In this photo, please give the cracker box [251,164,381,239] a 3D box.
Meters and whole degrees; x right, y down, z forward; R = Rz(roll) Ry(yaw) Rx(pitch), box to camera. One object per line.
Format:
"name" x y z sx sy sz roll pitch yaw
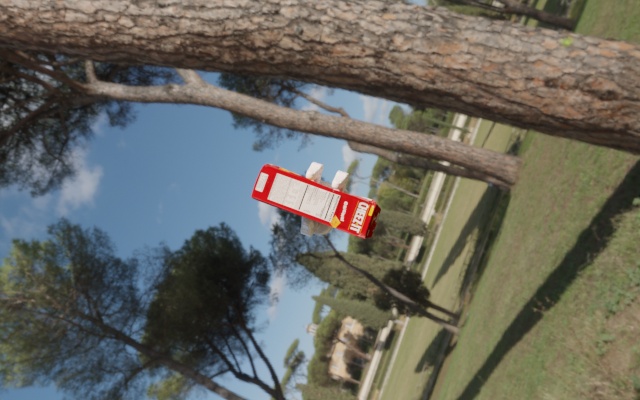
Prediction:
"cracker box" 0.000 0.003 0.885 0.213 0.072 0.164 19 0 10
